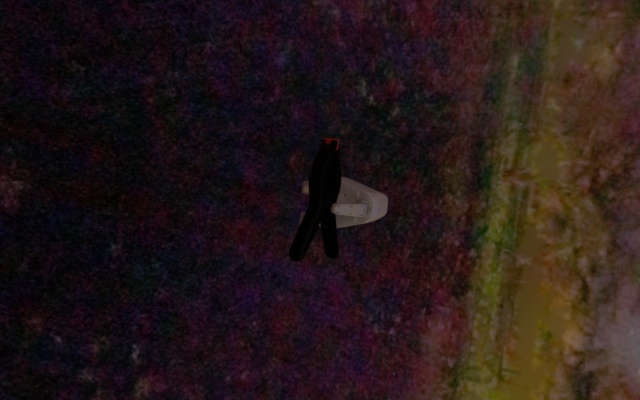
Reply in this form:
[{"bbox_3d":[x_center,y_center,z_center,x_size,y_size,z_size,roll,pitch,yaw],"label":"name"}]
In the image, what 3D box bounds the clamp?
[{"bbox_3d":[0.001,0.002,0.778,0.036,0.210,0.164,7,5,22],"label":"clamp"}]
